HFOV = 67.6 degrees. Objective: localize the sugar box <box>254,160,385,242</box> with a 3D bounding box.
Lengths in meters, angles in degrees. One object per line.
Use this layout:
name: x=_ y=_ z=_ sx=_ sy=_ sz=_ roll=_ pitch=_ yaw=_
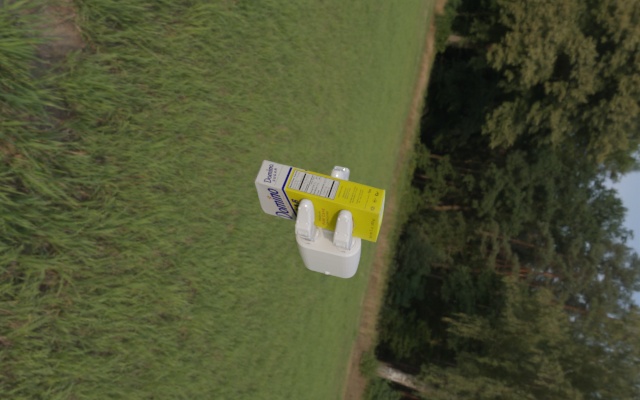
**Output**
sugar box: x=0.000 y=0.003 z=0.675 sx=0.176 sy=0.048 sz=0.093 roll=12 pitch=-28 yaw=10
